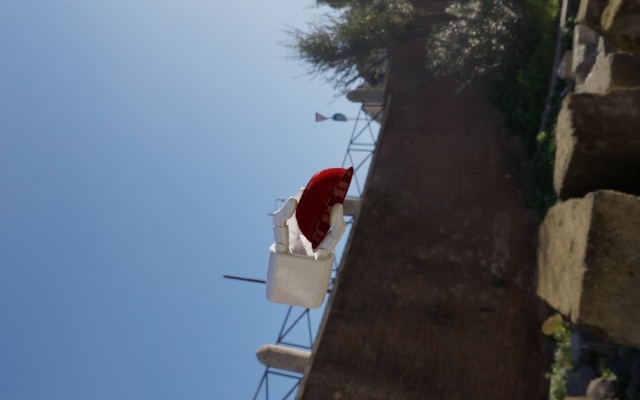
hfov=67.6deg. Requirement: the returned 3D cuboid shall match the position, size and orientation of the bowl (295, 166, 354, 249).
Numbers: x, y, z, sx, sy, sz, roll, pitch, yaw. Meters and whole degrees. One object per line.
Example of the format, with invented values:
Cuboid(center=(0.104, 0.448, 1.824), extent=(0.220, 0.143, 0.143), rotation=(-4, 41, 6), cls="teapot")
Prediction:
Cuboid(center=(0.000, 0.001, 0.846), extent=(0.055, 0.162, 0.162), rotation=(26, 5, 10), cls="bowl")
